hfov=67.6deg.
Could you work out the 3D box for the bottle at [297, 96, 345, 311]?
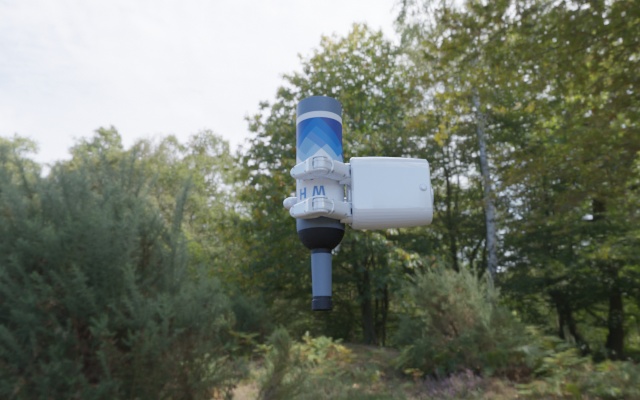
[{"bbox_3d":[0.000,0.002,0.664,0.069,0.295,0.069,-1,-17,0],"label":"bottle"}]
